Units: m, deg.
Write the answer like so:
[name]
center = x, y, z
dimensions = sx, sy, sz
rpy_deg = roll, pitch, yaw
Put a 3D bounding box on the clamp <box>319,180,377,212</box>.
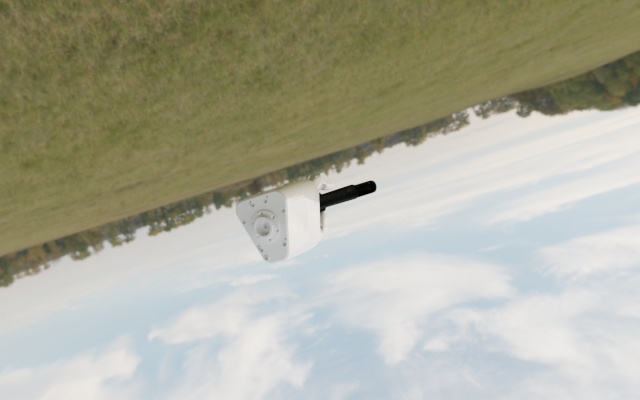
[clamp]
center = 0.000, 0.004, 0.880
dimensions = 0.210, 0.036, 0.164
rpy_deg = -17, -2, 25
